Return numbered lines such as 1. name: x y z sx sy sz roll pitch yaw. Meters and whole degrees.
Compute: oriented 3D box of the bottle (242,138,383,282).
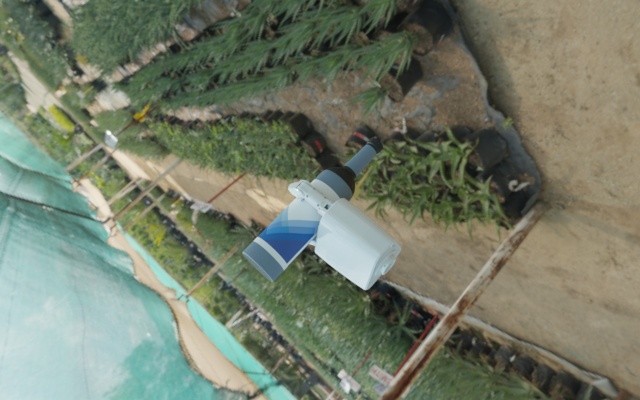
1. bottle: 0.000 0.003 0.784 0.295 0.069 0.069 -46 16 -16
